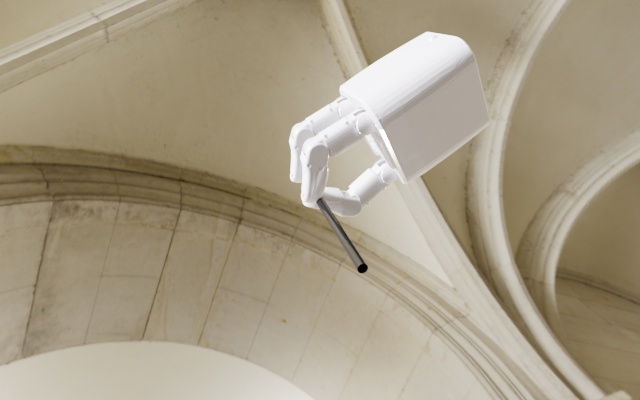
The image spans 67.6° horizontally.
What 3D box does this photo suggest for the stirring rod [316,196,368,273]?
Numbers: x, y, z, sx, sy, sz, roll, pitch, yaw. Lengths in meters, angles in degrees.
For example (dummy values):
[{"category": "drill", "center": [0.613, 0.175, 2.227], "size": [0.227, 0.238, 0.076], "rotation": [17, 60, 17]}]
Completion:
[{"category": "stirring rod", "center": [0.000, 0.002, 0.443], "size": [0.011, 0.011, 0.239], "rotation": [0, 23, -16]}]
